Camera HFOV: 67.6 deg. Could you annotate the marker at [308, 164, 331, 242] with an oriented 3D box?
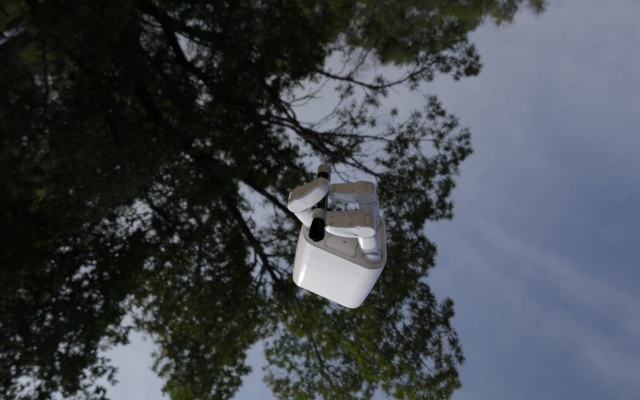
[{"bbox_3d":[0.000,0.002,0.587,0.020,0.121,0.020,3,-43,3],"label":"marker"}]
